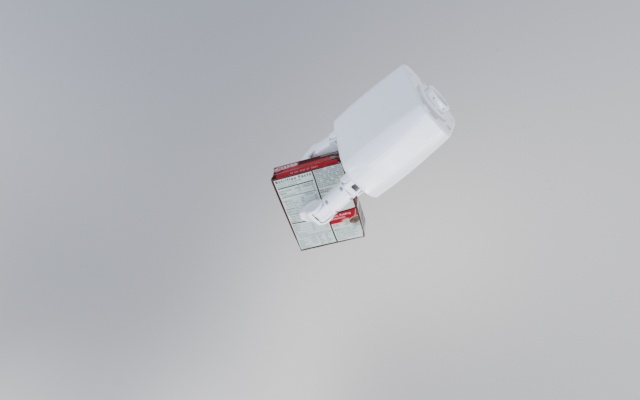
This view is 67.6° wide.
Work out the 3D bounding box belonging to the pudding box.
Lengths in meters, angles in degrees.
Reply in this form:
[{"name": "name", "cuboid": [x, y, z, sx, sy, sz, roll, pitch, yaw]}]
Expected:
[{"name": "pudding box", "cuboid": [0.000, 0.002, 0.591, 0.090, 0.113, 0.039, -13, 28, 12]}]
